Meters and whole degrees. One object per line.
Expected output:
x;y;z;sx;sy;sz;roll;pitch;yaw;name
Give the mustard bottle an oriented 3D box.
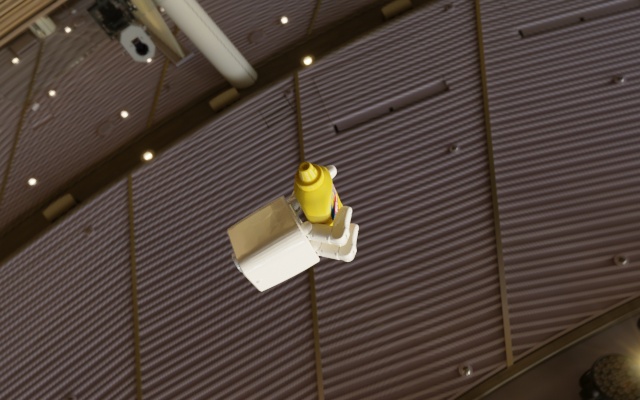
0.001;0.002;0.737;0.058;0.096;0.192;-9;-33;11;mustard bottle
